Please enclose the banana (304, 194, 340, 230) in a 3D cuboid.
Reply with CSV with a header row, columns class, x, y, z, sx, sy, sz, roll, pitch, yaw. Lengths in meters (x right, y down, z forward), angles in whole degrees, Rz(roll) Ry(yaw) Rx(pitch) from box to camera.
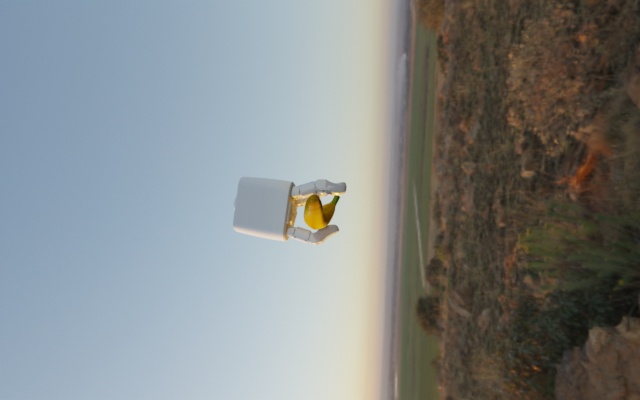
class,x,y,z,sx,sy,sz,roll,pitch,yaw
banana,-0.004,0.021,0.873,0.037,0.069,0.198,15,4,11
